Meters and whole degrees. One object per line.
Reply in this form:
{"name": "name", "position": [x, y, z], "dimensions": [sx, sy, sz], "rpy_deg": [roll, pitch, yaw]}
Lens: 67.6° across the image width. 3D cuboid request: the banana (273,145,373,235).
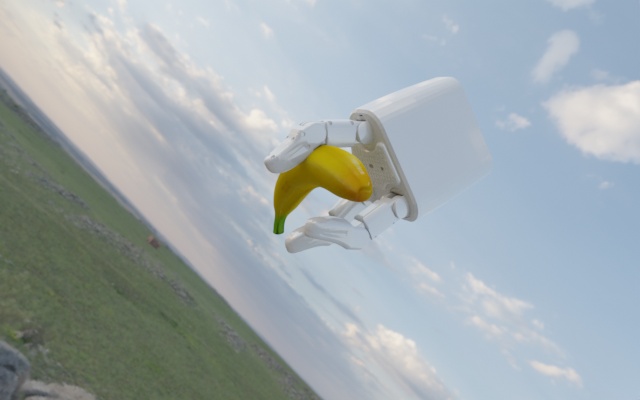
{"name": "banana", "position": [-0.005, -0.016, 0.441], "dimensions": [0.037, 0.069, 0.198], "rpy_deg": [-9, -8, -24]}
